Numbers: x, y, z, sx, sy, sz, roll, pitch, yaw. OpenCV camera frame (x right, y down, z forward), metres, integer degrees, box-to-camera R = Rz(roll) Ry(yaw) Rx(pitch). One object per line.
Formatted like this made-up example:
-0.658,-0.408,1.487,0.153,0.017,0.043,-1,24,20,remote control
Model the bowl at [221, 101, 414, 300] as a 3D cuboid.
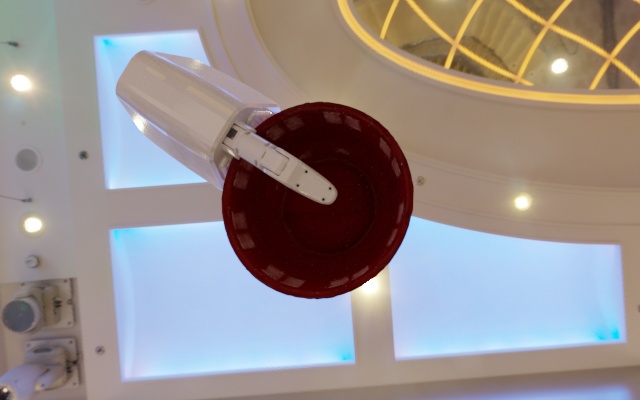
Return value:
0.001,0.002,0.410,0.162,0.162,0.055,0,-8,15,bowl
